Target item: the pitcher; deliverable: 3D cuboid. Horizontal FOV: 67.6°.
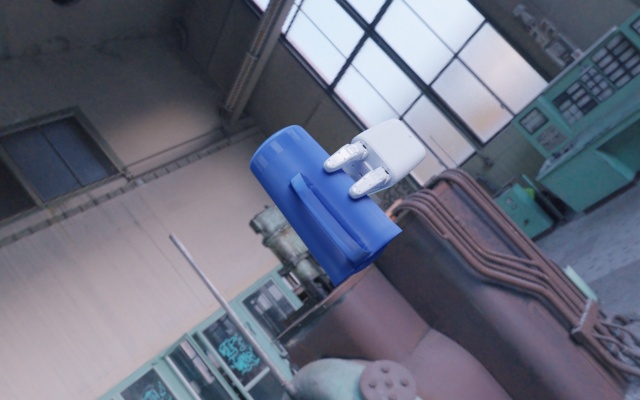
[{"bbox_3d":[0.000,0.002,0.735,0.145,0.243,0.149,-33,-11,-37],"label":"pitcher"}]
